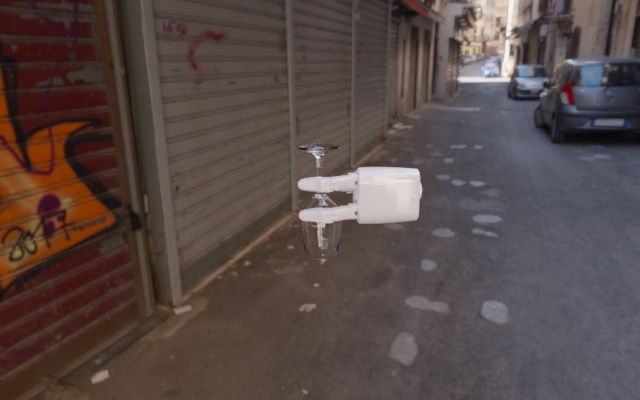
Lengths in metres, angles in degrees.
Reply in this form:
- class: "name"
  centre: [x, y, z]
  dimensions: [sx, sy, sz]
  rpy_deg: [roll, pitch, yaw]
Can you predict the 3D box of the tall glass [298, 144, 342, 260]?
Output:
- class: "tall glass"
  centre: [0.000, 0.002, 0.859]
  dimensions: [0.079, 0.201, 0.079]
  rpy_deg: [-1, 17, 0]
